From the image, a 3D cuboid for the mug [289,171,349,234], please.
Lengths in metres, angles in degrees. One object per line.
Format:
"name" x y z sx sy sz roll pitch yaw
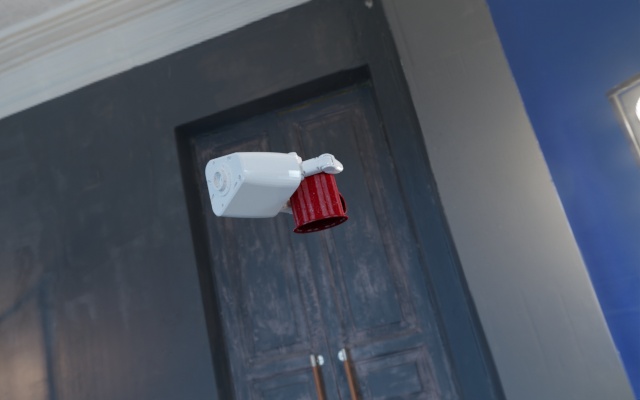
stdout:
"mug" 0.001 0.002 0.801 0.117 0.081 0.093 0 -20 -44
